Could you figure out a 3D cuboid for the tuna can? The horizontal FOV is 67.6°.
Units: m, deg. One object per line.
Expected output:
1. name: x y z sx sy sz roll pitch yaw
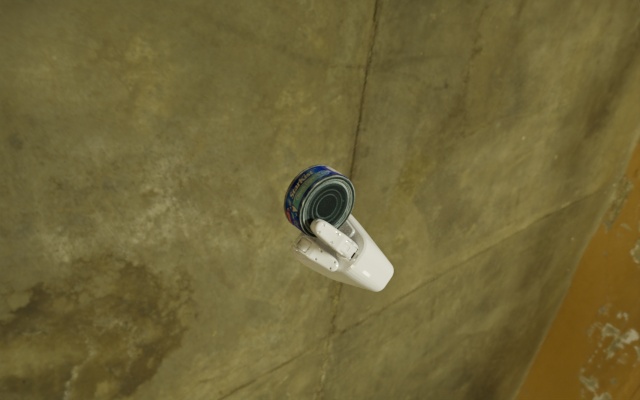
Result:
1. tuna can: 0.000 0.002 0.579 0.086 0.086 0.033 0 24 -40
